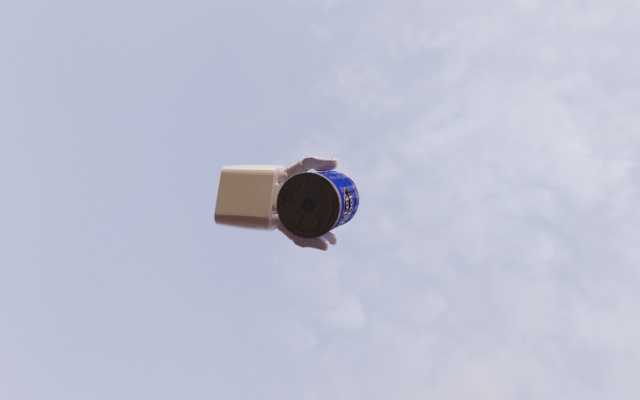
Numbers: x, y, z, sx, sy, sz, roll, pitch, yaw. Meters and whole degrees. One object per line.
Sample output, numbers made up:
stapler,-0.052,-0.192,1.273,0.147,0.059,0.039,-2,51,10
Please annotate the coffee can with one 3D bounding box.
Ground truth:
coffee can,0.000,0.003,0.792,0.103,0.103,0.140,0,4,17
